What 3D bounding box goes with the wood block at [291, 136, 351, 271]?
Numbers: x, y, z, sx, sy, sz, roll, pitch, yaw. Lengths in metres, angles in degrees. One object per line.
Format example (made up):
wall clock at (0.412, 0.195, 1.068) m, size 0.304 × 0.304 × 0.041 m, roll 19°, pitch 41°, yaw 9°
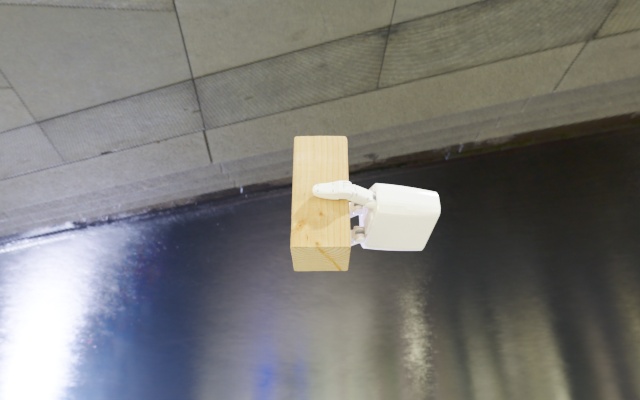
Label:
wood block at (0.001, 0.003, 0.785) m, size 0.090 × 0.206 × 0.091 m, roll 0°, pitch -31°, yaw 0°
